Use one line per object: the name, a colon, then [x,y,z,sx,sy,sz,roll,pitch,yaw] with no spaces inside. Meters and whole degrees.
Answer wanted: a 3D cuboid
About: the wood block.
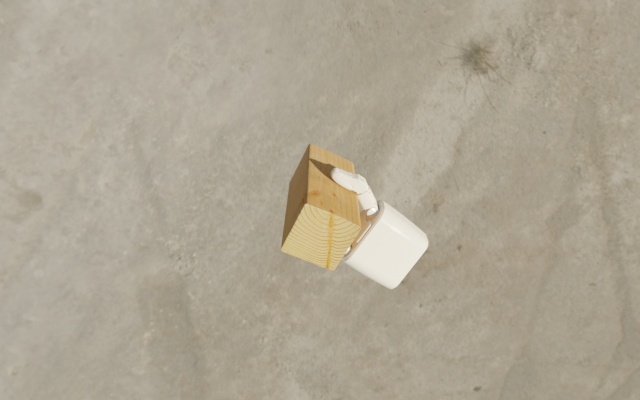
wood block: [0.001,0.002,0.765,0.090,0.091,0.206,23,27,-13]
